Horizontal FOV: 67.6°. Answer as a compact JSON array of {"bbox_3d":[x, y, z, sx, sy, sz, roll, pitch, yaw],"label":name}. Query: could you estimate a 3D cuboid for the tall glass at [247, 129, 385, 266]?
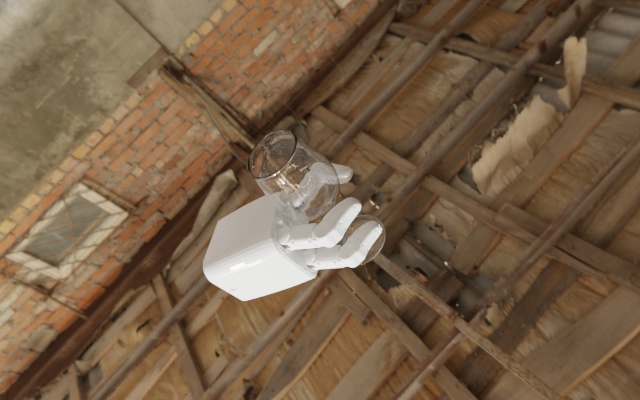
[{"bbox_3d":[0.001,0.002,0.555,0.079,0.079,0.201,0,-30,36],"label":"tall glass"}]
